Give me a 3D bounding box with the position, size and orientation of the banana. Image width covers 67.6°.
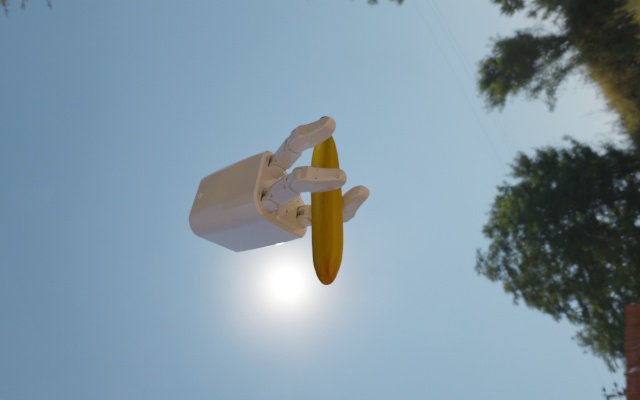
[{"bbox_3d":[0.005,0.005,0.549,0.037,0.197,0.070,-7,-23,12],"label":"banana"}]
